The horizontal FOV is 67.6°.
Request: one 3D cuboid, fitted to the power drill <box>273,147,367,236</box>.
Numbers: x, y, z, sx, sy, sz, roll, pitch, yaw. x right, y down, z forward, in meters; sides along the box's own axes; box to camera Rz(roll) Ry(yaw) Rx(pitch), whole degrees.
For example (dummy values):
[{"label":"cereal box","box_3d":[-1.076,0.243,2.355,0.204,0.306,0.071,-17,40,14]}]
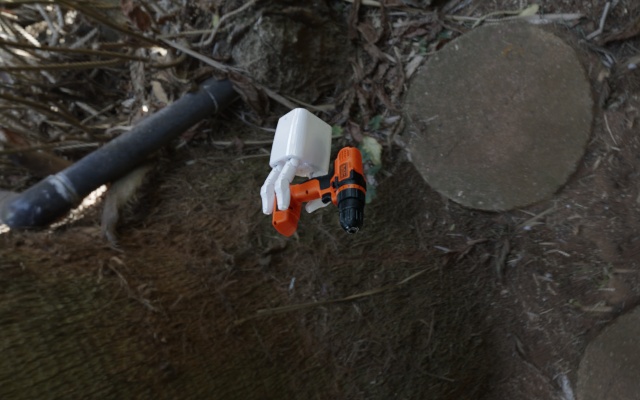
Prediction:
[{"label":"power drill","box_3d":[0.000,0.003,0.890,0.188,0.184,0.057,-21,-45,27]}]
